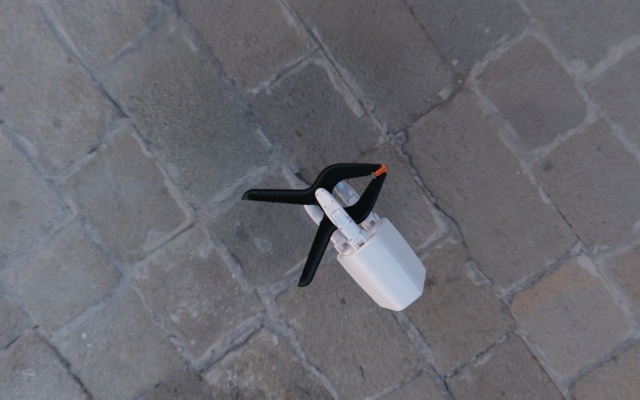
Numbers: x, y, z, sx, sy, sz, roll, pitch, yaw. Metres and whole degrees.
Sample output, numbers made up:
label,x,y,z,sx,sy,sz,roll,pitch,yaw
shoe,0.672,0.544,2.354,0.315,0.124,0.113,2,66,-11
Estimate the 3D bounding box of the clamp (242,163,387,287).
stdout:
label,x,y,z,sx,sy,sz,roll,pitch,yaw
clamp,0.001,0.002,0.697,0.210,0.164,0.036,-40,0,4
